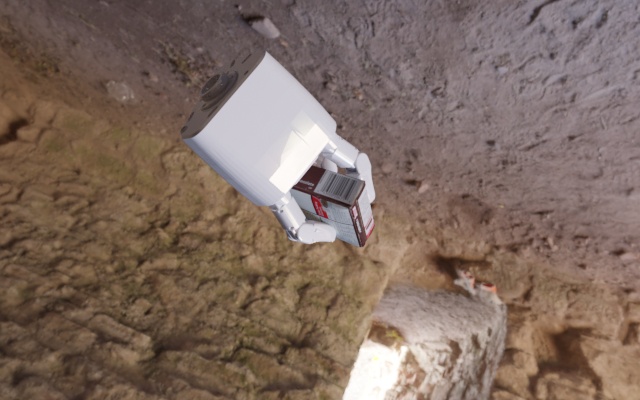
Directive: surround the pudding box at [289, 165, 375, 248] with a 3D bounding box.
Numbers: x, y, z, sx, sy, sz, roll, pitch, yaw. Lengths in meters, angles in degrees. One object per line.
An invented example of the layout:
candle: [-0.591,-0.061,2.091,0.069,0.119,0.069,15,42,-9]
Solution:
pudding box: [0.000,0.002,0.540,0.113,0.039,0.090,20,-26,25]
